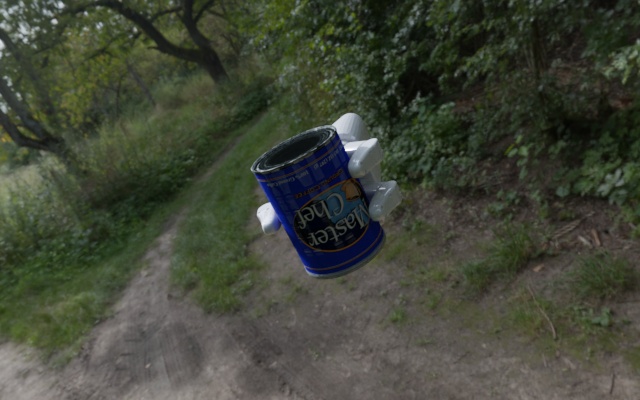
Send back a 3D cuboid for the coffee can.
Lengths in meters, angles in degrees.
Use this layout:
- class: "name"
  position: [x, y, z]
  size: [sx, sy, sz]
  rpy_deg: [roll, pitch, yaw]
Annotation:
- class: "coffee can"
  position: [0.000, 0.002, 0.536]
  size: [0.103, 0.140, 0.102]
  rpy_deg: [-23, 20, 9]
